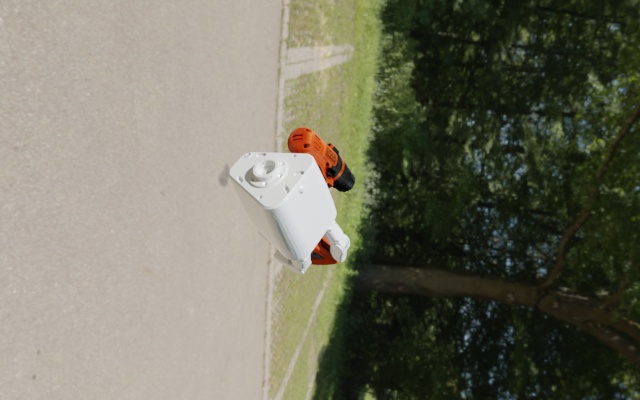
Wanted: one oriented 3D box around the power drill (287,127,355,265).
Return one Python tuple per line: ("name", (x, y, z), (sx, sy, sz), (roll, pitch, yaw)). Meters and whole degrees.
("power drill", (0.000, 0.003, 0.751), (0.057, 0.187, 0.184), (-8, -25, 29))
